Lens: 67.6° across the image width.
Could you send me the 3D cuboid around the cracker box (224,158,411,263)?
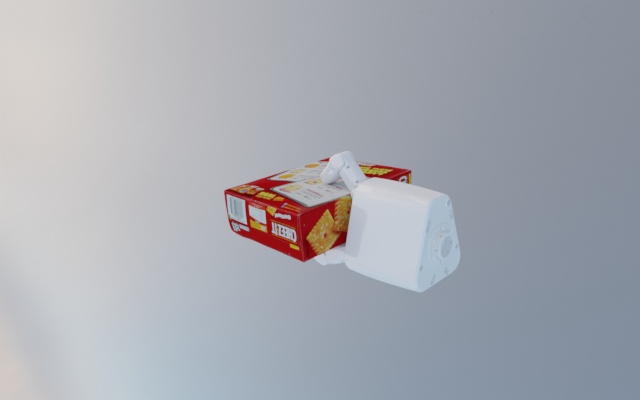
[{"bbox_3d":[0.000,0.002,0.674,0.213,0.072,0.164,-20,24,-39],"label":"cracker box"}]
